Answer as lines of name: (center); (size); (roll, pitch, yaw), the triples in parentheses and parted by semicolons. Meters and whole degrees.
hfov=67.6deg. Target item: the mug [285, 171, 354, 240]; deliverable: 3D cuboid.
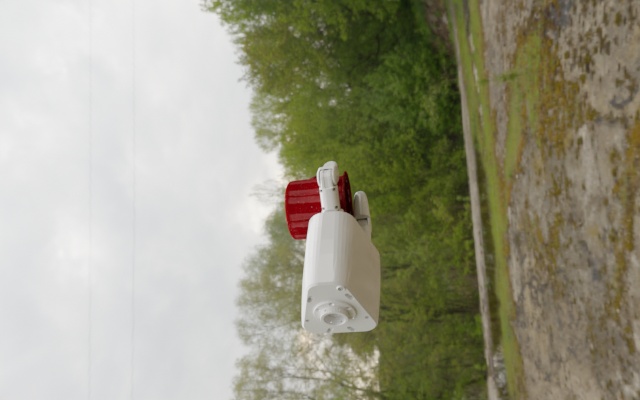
mug: (0.000, 0.001, 0.658); (0.081, 0.093, 0.117); (-5, 43, 9)
